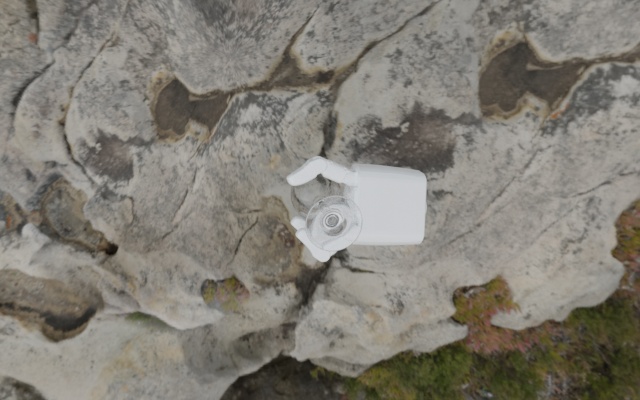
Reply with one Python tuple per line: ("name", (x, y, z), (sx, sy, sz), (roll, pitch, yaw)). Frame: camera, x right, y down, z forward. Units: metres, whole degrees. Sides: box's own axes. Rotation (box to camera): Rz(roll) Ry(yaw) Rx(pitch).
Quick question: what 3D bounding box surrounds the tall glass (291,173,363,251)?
("tall glass", (0.000, 0.002, 0.694), (0.079, 0.079, 0.201), (0, 16, -11))
